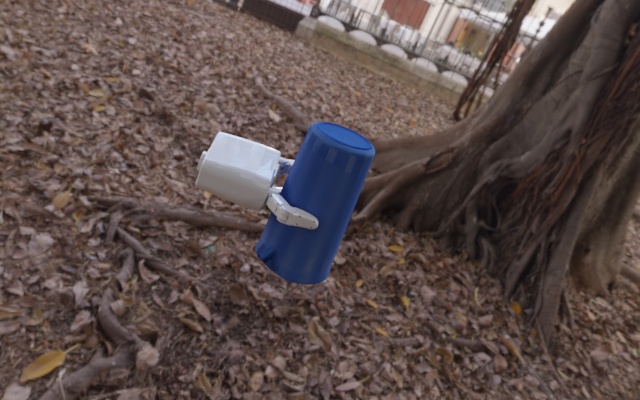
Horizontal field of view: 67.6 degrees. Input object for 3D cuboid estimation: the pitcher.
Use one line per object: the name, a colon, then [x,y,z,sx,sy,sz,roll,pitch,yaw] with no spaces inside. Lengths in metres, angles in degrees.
pitcher: [0.000,0.002,0.775,0.145,0.243,0.149,20,24,-8]
